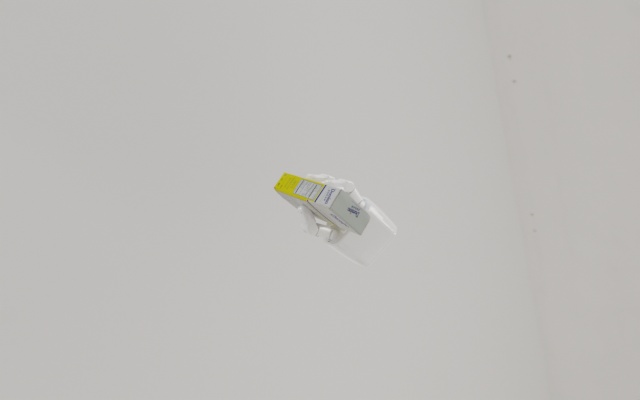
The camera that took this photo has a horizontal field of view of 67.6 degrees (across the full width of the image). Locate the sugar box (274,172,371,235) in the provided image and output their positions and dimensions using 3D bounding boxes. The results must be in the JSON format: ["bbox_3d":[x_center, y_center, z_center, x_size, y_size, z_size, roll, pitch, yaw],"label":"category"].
[{"bbox_3d":[0.000,0.002,0.852,0.176,0.048,0.093,16,-20,50],"label":"sugar box"}]
